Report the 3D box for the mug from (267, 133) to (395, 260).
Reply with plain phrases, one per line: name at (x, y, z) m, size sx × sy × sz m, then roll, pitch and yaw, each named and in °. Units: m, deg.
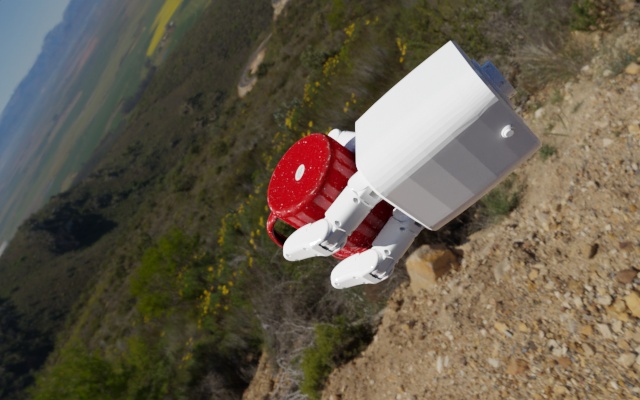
mug at (-0.001, 0.002, 0.425) m, size 0.081 × 0.093 × 0.117 m, roll 32°, pitch -62°, yaw -33°
